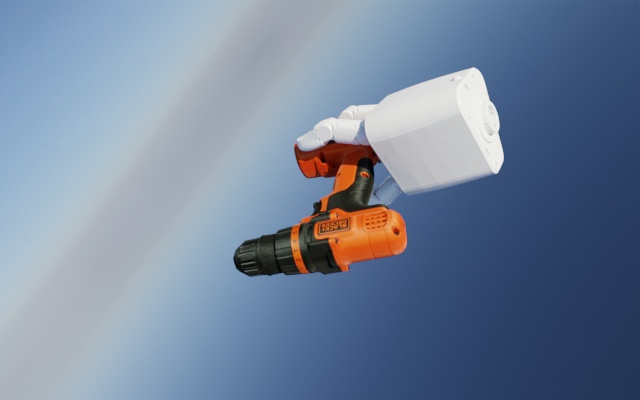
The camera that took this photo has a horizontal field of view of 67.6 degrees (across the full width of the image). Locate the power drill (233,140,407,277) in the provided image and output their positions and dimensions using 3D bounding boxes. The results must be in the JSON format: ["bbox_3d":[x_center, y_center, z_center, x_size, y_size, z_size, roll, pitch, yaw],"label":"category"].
[{"bbox_3d":[0.000,0.001,0.540,0.184,0.187,0.057,-10,-47,14],"label":"power drill"}]
